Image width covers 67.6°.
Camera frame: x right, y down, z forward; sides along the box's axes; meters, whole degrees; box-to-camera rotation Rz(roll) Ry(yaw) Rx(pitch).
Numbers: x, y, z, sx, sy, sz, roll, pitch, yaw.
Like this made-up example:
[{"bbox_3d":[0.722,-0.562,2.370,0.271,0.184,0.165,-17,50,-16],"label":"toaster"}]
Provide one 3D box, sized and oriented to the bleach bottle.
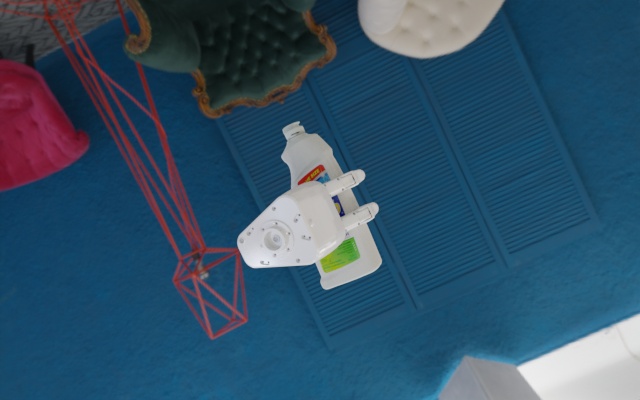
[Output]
[{"bbox_3d":[0.000,0.002,0.735,0.102,0.251,0.068,-24,1,20],"label":"bleach bottle"}]
